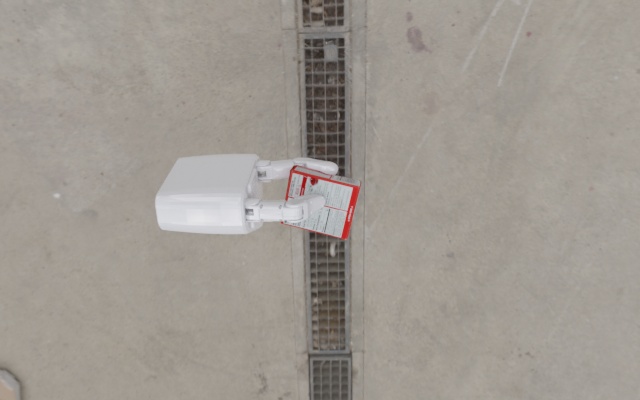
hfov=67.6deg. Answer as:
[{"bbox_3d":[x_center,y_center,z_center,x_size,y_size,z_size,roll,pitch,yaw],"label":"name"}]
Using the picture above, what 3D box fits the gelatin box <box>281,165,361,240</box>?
[{"bbox_3d":[0.000,0.002,0.600,0.089,0.073,0.030,14,20,5],"label":"gelatin box"}]
